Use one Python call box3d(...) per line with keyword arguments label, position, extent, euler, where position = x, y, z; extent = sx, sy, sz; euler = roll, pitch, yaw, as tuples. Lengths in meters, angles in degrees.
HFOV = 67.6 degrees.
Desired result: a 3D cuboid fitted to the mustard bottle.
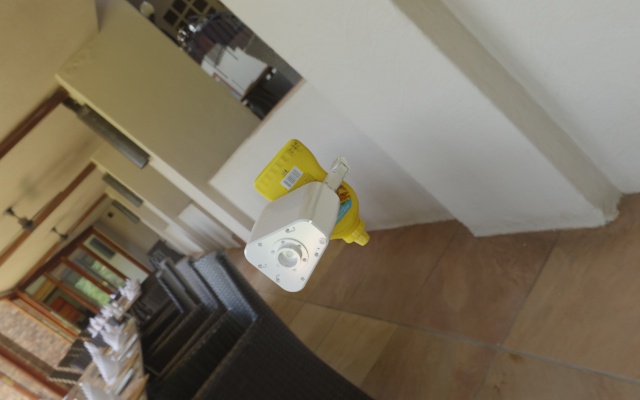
box3d(label="mustard bottle", position=(0.000, 0.002, 0.720), extent=(0.191, 0.096, 0.058), euler=(41, 1, -12))
